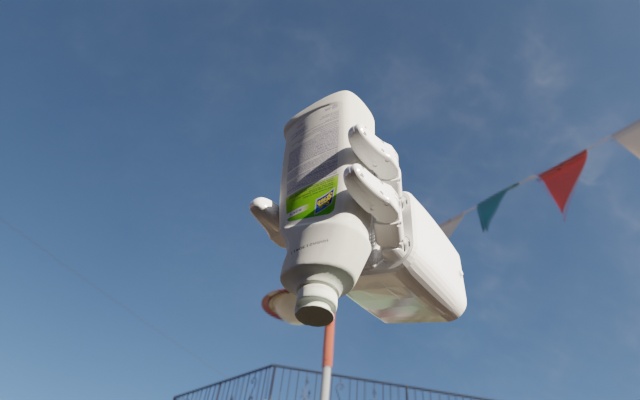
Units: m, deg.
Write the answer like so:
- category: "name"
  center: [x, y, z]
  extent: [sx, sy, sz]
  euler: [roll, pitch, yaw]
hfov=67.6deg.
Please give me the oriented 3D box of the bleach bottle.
- category: "bleach bottle"
  center: [0.000, 0.001, 0.441]
  extent: [0.102, 0.250, 0.068]
  euler: [-27, -55, 29]
